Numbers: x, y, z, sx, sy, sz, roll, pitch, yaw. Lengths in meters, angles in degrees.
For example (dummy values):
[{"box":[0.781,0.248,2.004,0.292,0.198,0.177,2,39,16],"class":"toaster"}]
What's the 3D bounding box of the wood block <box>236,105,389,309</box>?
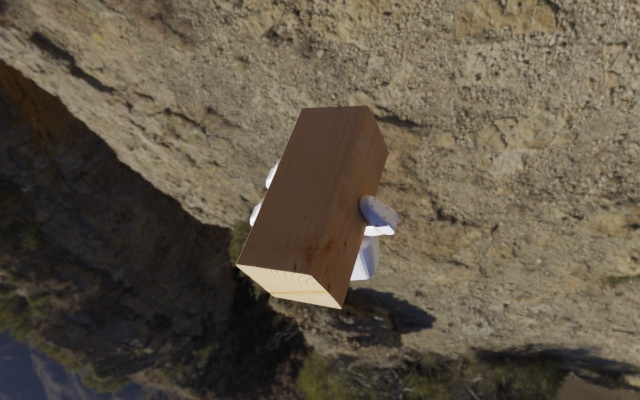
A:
[{"box":[0.000,0.002,0.534,0.091,0.206,0.090,4,-30,28],"class":"wood block"}]
